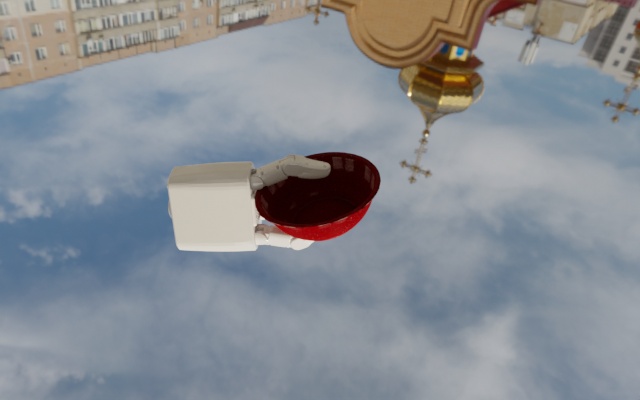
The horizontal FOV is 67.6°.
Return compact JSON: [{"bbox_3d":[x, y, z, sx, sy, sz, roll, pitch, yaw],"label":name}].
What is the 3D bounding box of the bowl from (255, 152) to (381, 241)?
[{"bbox_3d":[0.001,0.002,0.615,0.162,0.055,0.162,-9,35,7],"label":"bowl"}]
